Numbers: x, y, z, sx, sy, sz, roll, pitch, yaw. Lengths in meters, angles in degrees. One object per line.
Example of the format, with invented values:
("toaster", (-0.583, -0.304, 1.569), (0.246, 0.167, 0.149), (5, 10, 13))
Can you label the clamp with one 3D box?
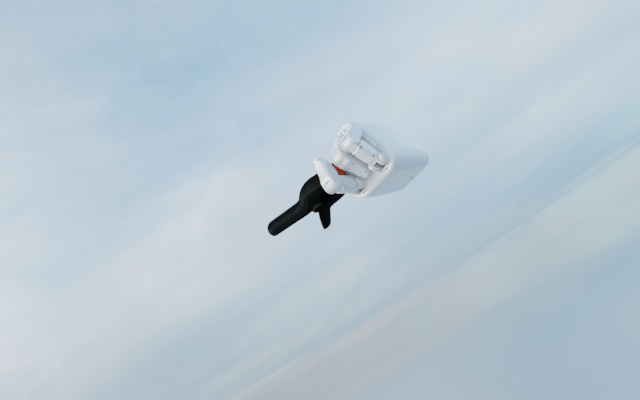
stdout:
("clamp", (0.000, 0.002, 0.771), (0.120, 0.039, 0.171), (-5, -31, -45))
